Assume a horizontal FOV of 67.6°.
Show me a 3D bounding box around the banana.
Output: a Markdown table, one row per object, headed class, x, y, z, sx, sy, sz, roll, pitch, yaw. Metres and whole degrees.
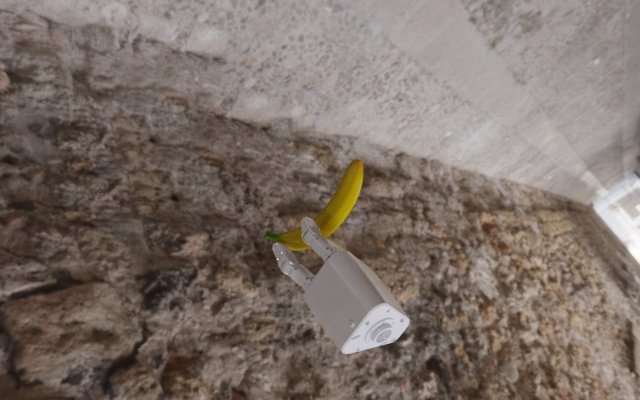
| class | x | y | z | sx | sy | sz | roll | pitch | yaw |
| --- | --- | --- | --- | --- | --- | --- | --- | --- | --- |
| banana | 0.007 | 0.018 | 0.765 | 0.198 | 0.070 | 0.037 | -40 | 25 | -10 |
